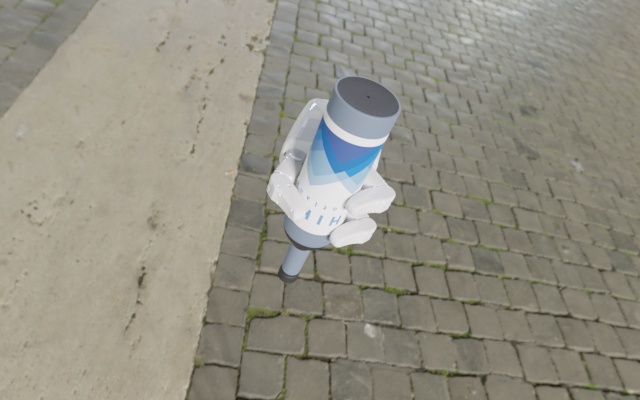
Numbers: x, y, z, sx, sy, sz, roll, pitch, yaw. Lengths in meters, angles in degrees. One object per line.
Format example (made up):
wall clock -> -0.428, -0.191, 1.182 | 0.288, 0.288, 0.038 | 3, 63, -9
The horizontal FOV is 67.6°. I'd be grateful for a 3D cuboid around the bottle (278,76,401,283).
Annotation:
bottle -> 0.000, 0.002, 0.543 | 0.069, 0.069, 0.296 | 0, -42, -24
